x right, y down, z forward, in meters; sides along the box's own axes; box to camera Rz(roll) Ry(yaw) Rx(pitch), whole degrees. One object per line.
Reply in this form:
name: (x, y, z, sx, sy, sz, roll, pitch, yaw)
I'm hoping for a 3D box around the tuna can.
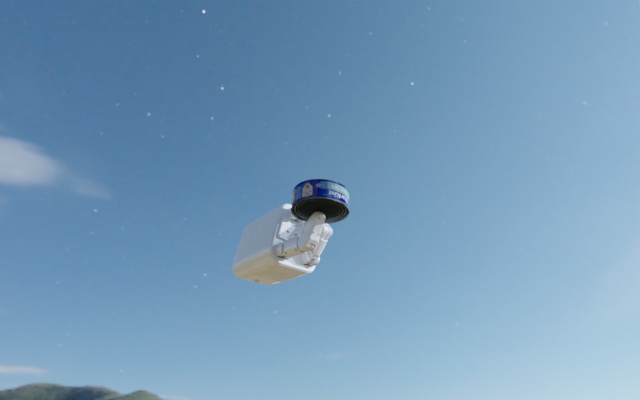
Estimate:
tuna can: (0.000, 0.002, 0.705, 0.086, 0.033, 0.086, 2, -27, 1)
